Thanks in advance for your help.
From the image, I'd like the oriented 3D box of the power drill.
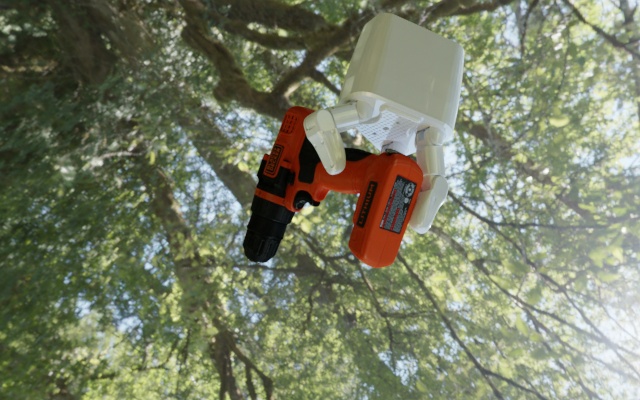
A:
[{"bbox_3d":[0.001,0.001,0.492,0.187,0.184,0.057,22,5,42],"label":"power drill"}]
